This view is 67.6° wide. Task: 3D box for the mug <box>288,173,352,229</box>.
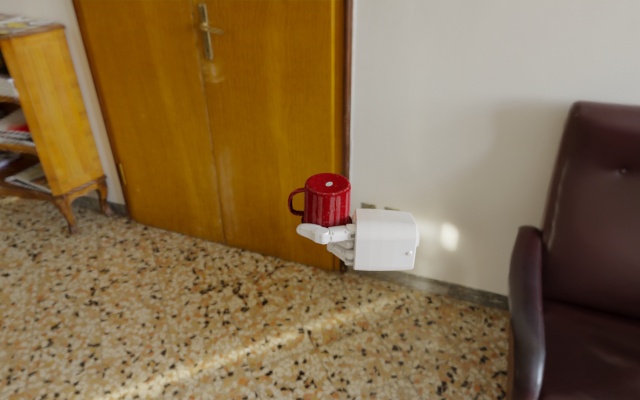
[{"bbox_3d":[-0.001,0.002,0.849,0.117,0.081,0.093,2,31,2],"label":"mug"}]
